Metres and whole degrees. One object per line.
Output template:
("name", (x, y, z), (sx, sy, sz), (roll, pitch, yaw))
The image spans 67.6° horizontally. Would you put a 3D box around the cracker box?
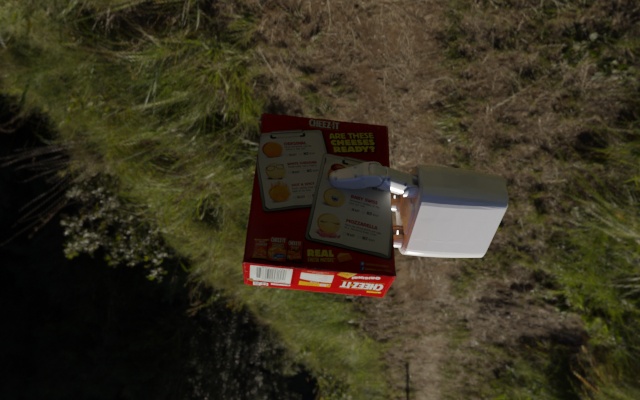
("cracker box", (0.000, 0.002, 0.577), (0.164, 0.213, 0.072), (5, -34, -5))
